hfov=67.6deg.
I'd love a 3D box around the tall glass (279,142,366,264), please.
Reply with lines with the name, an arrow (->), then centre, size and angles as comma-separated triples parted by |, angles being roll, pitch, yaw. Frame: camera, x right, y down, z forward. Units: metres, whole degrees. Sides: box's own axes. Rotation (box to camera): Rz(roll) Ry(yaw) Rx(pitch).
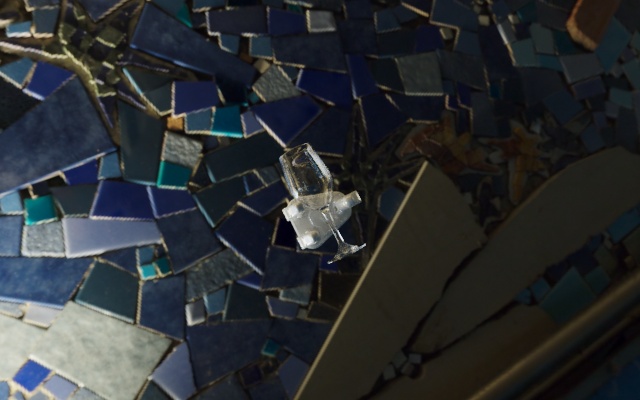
tall glass -> 0.001, 0.003, 0.823 | 0.079, 0.201, 0.079 | -27, -2, -1
